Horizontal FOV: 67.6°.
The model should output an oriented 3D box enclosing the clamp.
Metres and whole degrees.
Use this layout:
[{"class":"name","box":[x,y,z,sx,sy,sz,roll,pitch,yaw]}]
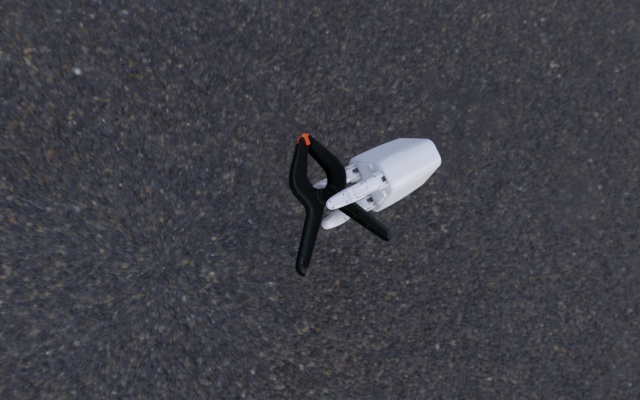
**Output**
[{"class":"clamp","box":[0.000,0.002,0.732,0.164,0.210,0.036,-27,1,-23]}]
